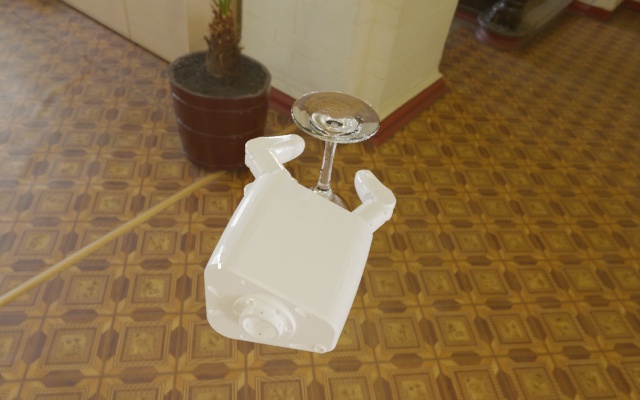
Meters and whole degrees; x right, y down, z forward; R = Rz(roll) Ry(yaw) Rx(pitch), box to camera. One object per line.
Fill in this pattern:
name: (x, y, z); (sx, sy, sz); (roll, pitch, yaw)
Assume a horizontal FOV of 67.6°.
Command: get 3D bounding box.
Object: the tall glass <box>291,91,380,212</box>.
tall glass: (0.000, 0.001, 0.461); (0.079, 0.201, 0.079); (5, 43, -5)
